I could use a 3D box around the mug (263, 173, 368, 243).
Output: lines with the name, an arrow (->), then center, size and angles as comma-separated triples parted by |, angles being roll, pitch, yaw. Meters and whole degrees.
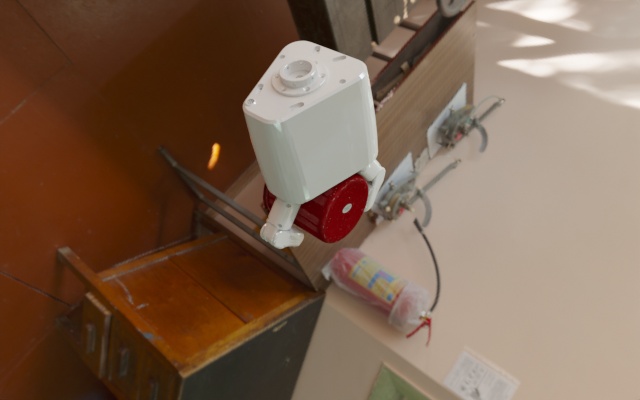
mug -> 0.000, 0.003, 0.534 | 0.081, 0.093, 0.117 | 30, -26, 30
